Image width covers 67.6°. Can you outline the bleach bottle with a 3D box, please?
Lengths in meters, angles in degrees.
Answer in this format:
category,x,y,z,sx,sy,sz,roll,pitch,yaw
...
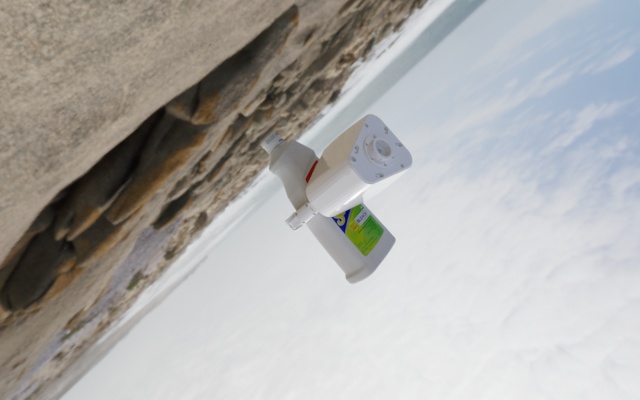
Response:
category,x,y,z,sx,sy,sz,roll,pitch,yaw
bleach bottle,0.000,0.002,0.727,0.102,0.251,0.068,-46,5,-39
